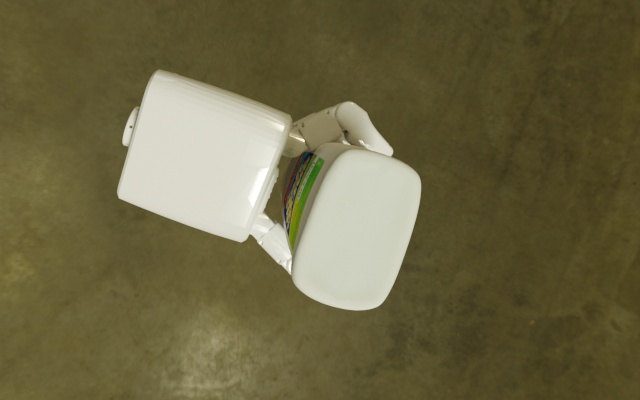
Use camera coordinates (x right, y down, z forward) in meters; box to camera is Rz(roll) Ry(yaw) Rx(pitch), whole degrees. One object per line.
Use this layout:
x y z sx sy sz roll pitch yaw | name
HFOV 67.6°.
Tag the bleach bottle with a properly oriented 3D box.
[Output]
0.000 0.001 0.407 0.068 0.102 0.251 18 3 -13 | bleach bottle
